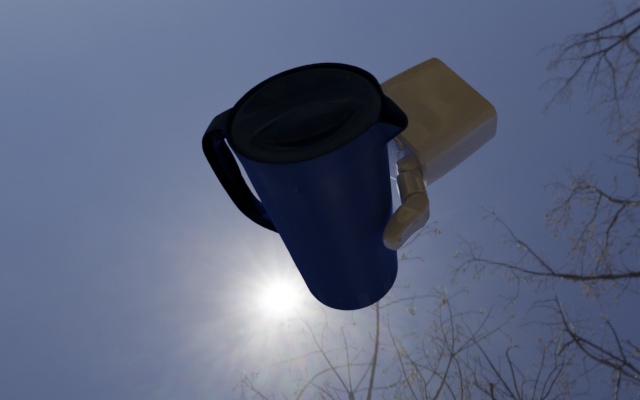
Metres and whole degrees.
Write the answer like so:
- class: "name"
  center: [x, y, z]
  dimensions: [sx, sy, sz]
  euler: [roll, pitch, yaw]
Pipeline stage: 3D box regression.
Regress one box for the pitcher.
- class: "pitcher"
  center: [0.000, 0.001, 0.470]
  dimensions: [0.145, 0.243, 0.149]
  euler: [-32, 46, -15]
